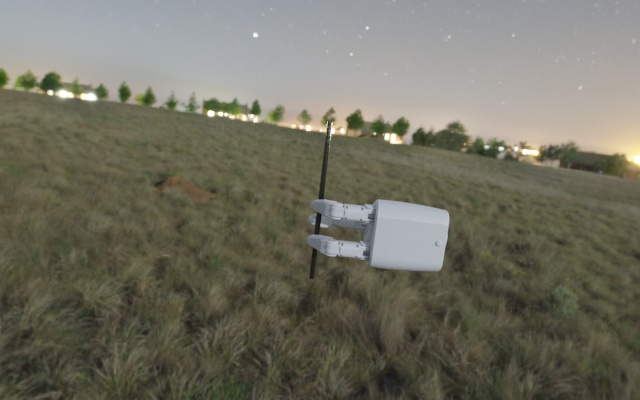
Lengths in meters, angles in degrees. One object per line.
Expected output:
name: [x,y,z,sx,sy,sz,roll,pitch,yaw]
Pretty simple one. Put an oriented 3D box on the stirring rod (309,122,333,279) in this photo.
stirring rod: [0.000,0.002,0.722,0.011,0.239,0.011,7,9,-1]
